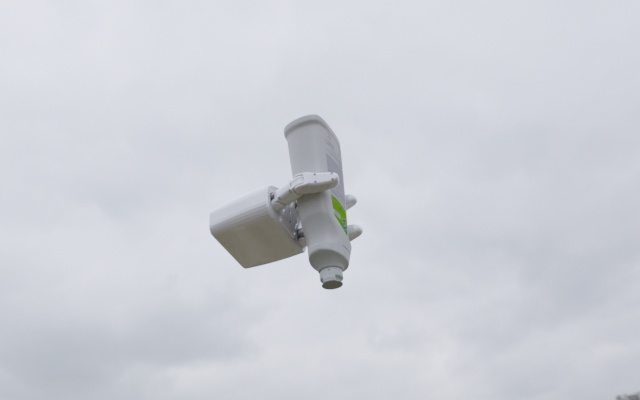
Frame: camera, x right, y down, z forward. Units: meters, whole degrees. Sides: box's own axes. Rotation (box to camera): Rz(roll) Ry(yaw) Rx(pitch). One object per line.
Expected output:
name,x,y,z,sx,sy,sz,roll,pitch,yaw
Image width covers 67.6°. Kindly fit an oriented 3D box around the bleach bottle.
bleach bottle,0.000,0.002,0.681,0.068,0.250,0.103,-21,-36,21
